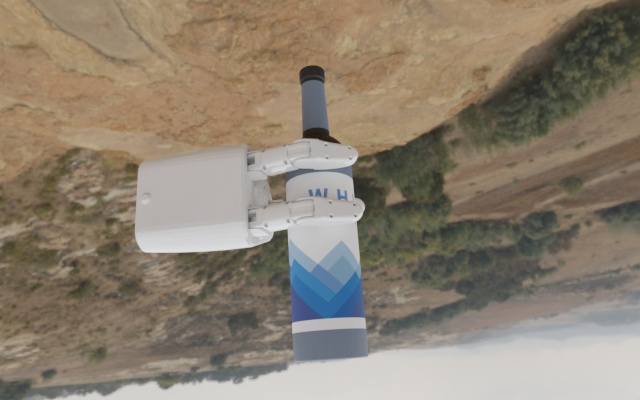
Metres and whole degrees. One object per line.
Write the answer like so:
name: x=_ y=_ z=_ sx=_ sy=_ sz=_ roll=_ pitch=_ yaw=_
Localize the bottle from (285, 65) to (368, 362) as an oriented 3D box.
bottle: x=0.000 y=0.002 z=0.469 sx=0.069 sy=0.295 sz=0.069 roll=-3 pitch=-18 yaw=-1
